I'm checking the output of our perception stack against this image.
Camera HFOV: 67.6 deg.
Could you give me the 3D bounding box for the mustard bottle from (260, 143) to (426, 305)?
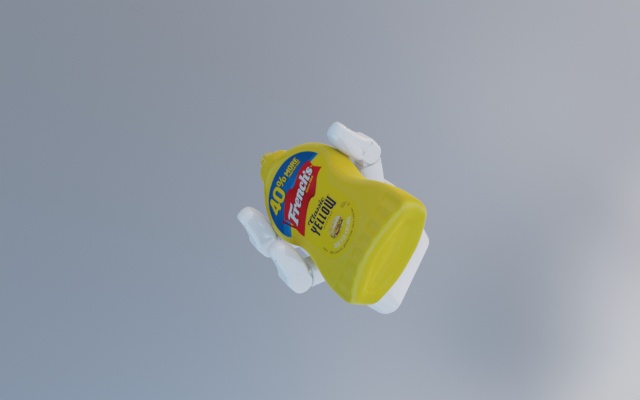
[{"bbox_3d":[0.000,0.001,0.429,0.058,0.096,0.191,12,18,-43],"label":"mustard bottle"}]
